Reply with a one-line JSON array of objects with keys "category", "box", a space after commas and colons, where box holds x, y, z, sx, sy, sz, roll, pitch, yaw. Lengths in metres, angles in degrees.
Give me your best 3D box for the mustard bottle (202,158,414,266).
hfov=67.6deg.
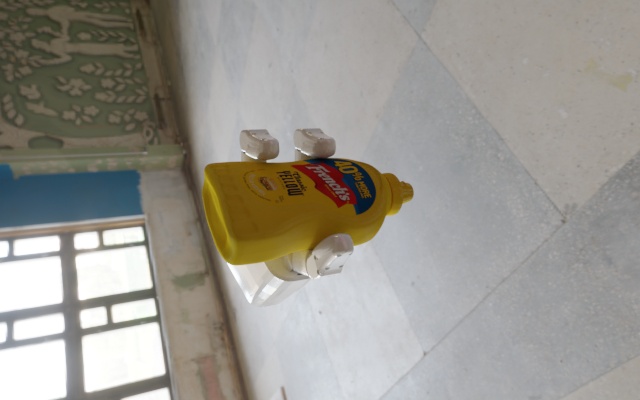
[{"category": "mustard bottle", "box": [0.000, 0.001, 0.422, 0.191, 0.058, 0.096, -6, 41, -26]}]
